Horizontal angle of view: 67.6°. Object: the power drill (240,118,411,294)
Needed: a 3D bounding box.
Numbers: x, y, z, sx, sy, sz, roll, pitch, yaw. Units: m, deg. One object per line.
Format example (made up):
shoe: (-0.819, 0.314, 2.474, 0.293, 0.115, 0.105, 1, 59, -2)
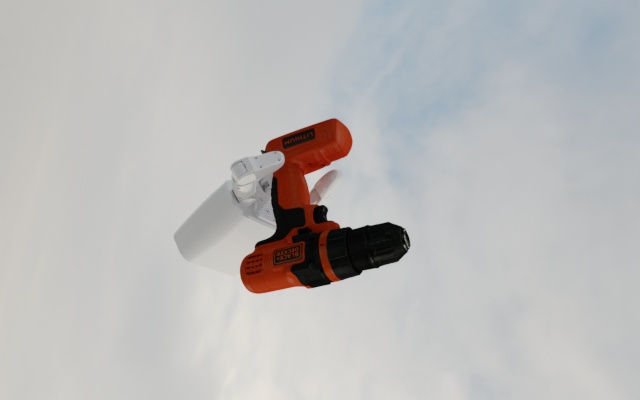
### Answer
power drill: (0.000, 0.001, 0.519, 0.184, 0.187, 0.057, -15, -37, 21)
